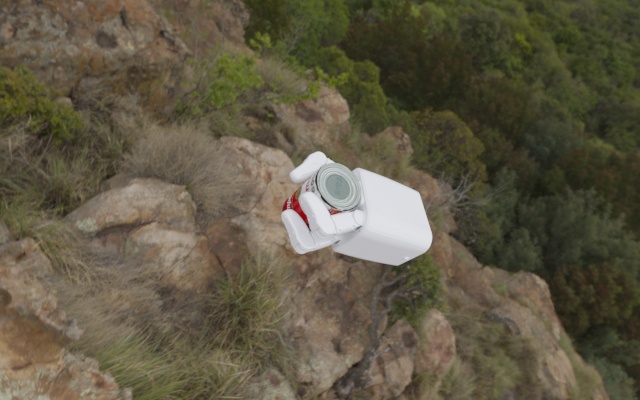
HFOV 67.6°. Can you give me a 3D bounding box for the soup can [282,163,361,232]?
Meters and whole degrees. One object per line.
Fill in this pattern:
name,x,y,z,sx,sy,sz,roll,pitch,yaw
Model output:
soup can,0.000,0.002,0.635,0.068,0.068,0.102,0,-24,-31
